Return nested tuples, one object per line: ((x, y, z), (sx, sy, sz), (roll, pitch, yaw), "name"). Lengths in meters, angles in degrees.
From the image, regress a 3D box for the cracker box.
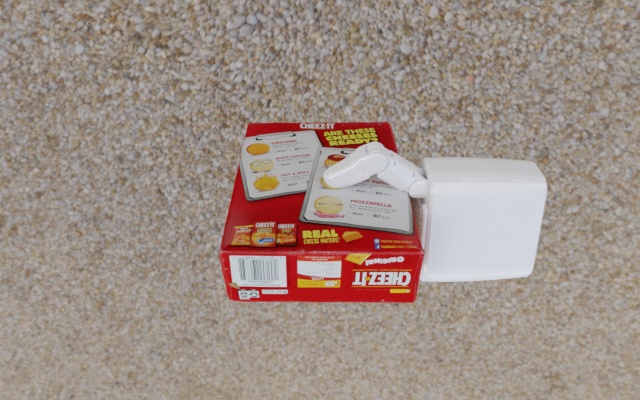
((0.000, 0.002, 0.474), (0.164, 0.072, 0.213), (0, 37, -1), "cracker box")
